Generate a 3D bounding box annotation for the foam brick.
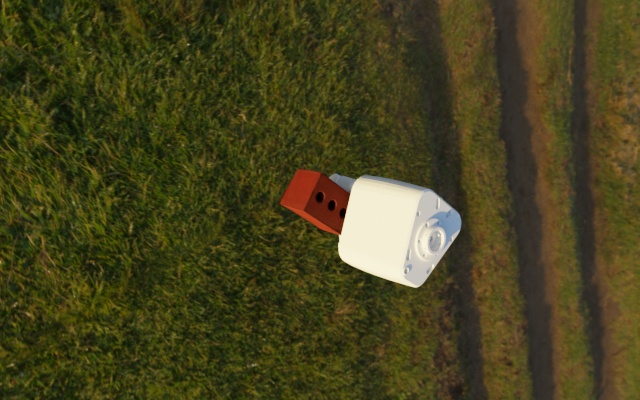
[{"bbox_3d":[0.000,0.002,0.601,0.078,0.053,0.051,33,-11,-37],"label":"foam brick"}]
